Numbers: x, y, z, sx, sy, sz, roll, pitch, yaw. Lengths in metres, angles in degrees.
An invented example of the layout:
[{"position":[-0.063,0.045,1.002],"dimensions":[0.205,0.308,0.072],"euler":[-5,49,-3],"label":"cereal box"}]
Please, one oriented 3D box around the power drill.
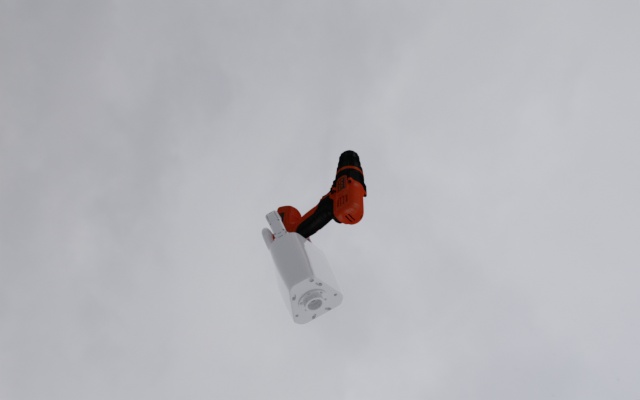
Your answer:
[{"position":[0.000,0.003,0.869],"dimensions":[0.188,0.184,0.057],"euler":[-35,-62,27],"label":"power drill"}]
